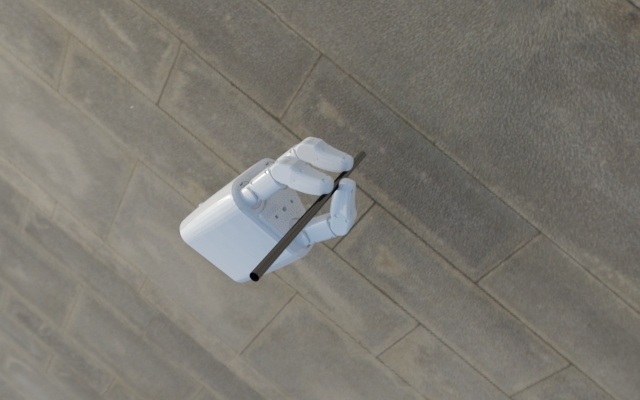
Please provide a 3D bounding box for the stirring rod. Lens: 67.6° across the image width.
[{"bbox_3d":[0.000,0.001,0.436,0.011,0.011,0.239,0,26,26],"label":"stirring rod"}]
